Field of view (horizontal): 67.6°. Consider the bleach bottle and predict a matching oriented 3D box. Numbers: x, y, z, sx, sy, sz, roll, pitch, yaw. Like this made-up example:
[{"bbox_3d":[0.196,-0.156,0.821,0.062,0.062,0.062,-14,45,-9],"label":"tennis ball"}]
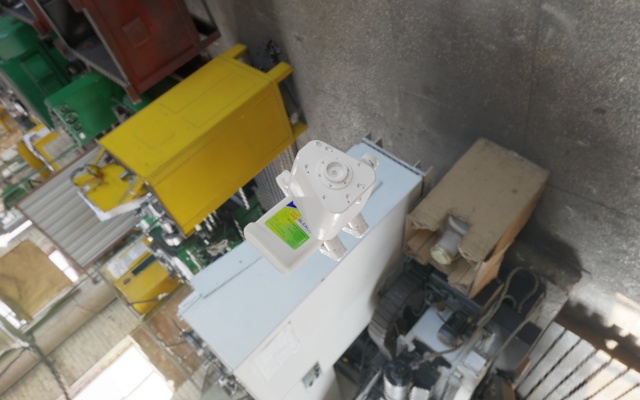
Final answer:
[{"bbox_3d":[0.000,0.003,0.780,0.250,0.102,0.068,-44,-11,-22],"label":"bleach bottle"}]
